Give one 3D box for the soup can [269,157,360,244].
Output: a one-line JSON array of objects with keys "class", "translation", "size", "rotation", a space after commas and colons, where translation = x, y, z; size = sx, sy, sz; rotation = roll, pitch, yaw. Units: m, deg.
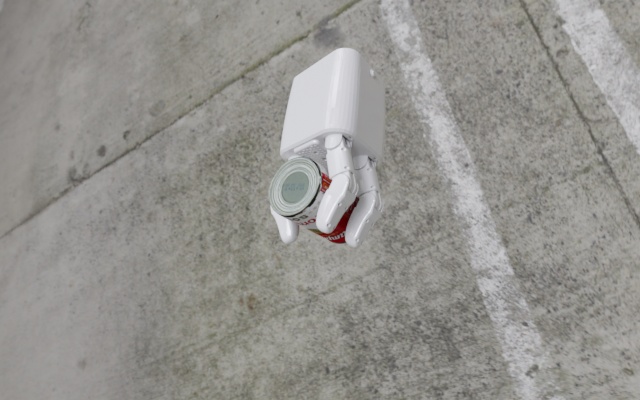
[{"class": "soup can", "translation": [0.000, 0.002, 0.525], "size": [0.068, 0.068, 0.102], "rotation": [0, -20, 36]}]
